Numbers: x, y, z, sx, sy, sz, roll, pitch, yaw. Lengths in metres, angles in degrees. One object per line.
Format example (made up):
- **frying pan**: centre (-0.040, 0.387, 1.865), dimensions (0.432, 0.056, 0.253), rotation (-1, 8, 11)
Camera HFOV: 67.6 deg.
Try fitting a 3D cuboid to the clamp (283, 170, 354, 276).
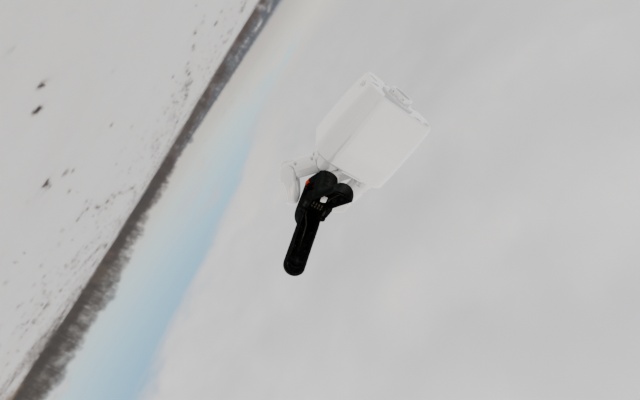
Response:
- **clamp**: centre (0.001, 0.002, 0.573), dimensions (0.039, 0.120, 0.171), rotation (34, 25, -17)
